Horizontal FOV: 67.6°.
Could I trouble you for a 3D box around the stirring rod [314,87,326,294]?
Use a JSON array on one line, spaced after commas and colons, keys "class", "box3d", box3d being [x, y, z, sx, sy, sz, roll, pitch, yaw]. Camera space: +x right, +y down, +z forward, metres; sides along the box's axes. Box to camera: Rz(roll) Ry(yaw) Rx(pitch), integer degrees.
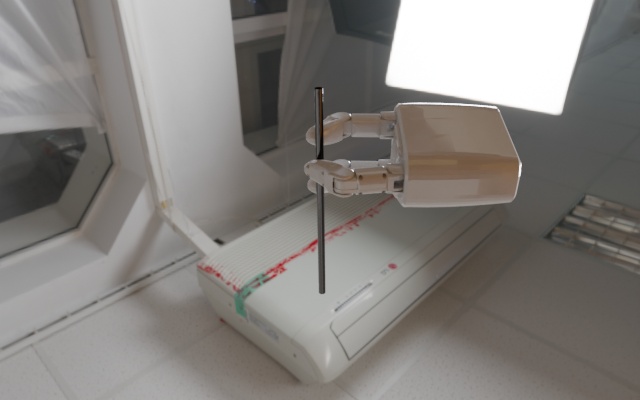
[{"class": "stirring rod", "box3d": [0.000, 0.002, 0.499, 0.011, 0.240, 0.011, -1, 29, 0]}]
